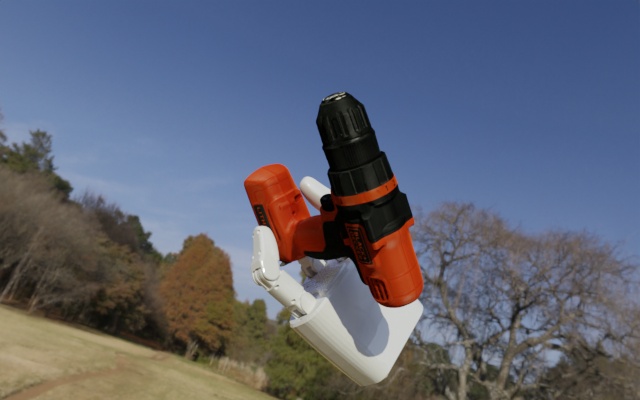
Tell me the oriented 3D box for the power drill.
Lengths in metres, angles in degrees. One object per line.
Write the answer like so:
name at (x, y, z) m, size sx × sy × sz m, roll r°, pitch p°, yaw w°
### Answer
power drill at (0.000, 0.002, 0.441) m, size 0.057 × 0.184 × 0.187 m, roll -27°, pitch 17°, yaw -30°
